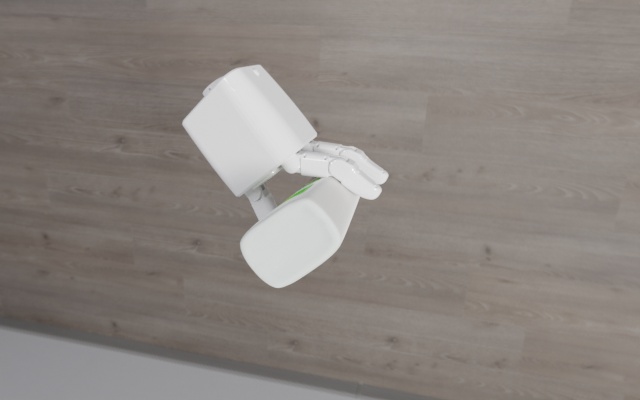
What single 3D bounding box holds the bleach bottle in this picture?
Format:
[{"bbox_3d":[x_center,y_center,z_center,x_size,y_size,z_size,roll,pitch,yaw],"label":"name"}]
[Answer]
[{"bbox_3d":[0.000,0.002,0.557,0.102,0.068,0.250,-35,7,22],"label":"bleach bottle"}]
